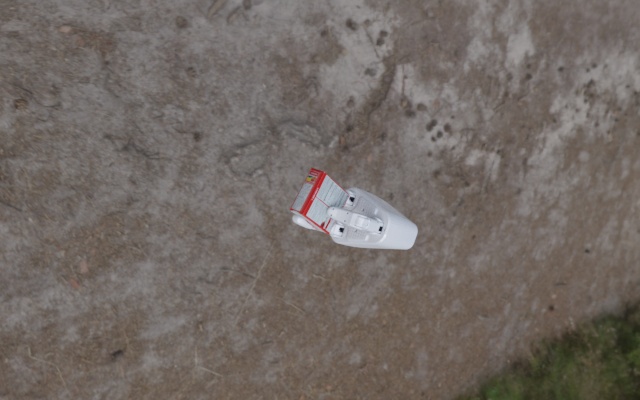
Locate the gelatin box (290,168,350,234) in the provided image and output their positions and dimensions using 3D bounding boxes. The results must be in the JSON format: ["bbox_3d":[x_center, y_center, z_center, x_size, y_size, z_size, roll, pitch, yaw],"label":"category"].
[{"bbox_3d":[0.000,0.002,0.732,0.030,0.073,0.089,20,-11,36],"label":"gelatin box"}]
